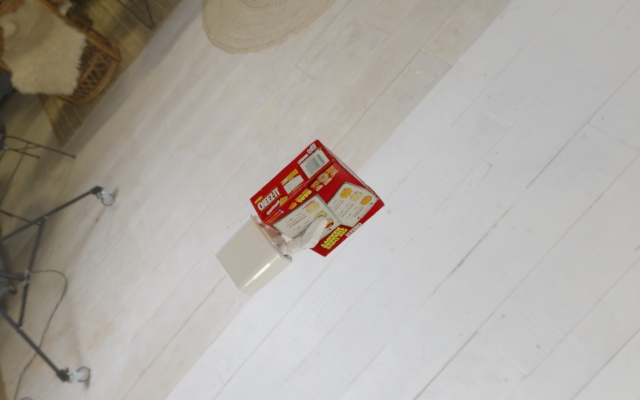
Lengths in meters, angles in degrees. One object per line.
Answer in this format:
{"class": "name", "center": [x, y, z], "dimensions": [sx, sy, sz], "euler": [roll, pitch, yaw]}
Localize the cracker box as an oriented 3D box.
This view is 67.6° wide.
{"class": "cracker box", "center": [0.000, 0.003, 0.883], "dimensions": [0.164, 0.072, 0.214], "euler": [-42, -37, 10]}
